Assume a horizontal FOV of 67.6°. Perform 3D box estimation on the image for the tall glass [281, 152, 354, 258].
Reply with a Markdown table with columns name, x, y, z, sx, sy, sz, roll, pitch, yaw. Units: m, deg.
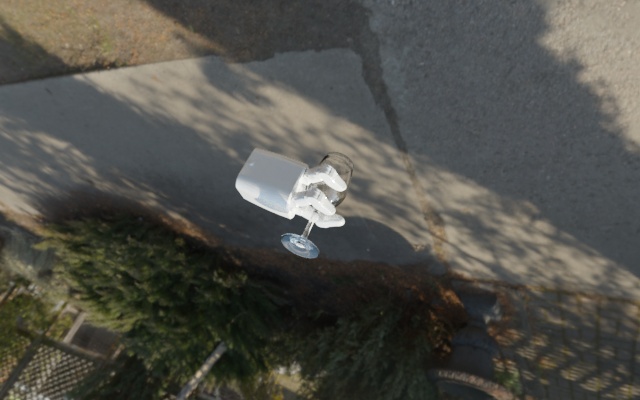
| name | x | y | z | sx | sy | sz | roll | pitch | yaw |
| --- | --- | --- | --- | --- | --- | --- | --- | --- | --- |
| tall glass | 0.000 | 0.004 | 0.886 | 0.079 | 0.201 | 0.079 | 19 | -31 | 12 |
